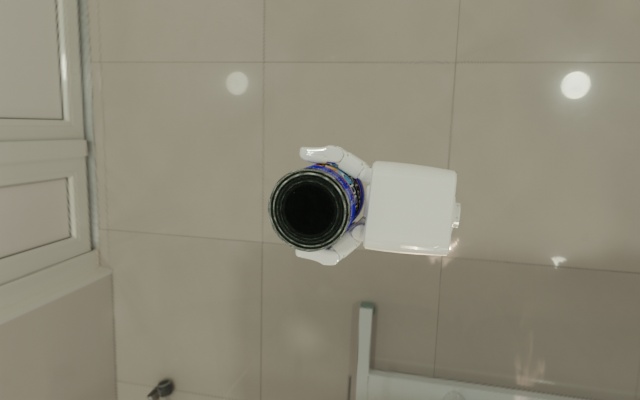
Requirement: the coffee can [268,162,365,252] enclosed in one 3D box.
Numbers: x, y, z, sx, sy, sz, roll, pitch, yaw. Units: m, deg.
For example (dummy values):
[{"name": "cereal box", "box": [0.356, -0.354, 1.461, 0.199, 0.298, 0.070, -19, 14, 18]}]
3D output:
[{"name": "coffee can", "box": [0.000, 0.002, 0.638, 0.103, 0.103, 0.140, 0, 8, 12]}]
